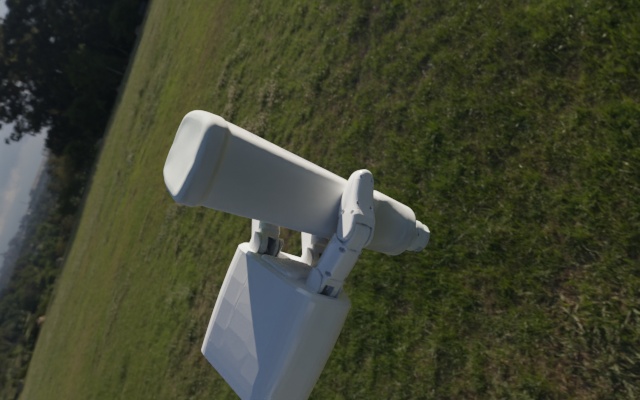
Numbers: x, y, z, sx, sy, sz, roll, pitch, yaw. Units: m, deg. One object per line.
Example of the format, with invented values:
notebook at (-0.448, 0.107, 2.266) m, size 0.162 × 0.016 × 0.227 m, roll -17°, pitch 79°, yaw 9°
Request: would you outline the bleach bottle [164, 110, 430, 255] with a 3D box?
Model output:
bleach bottle at (0.000, 0.001, 0.413) m, size 0.251 × 0.068 × 0.102 m, roll 20°, pitch 5°, yaw -28°
